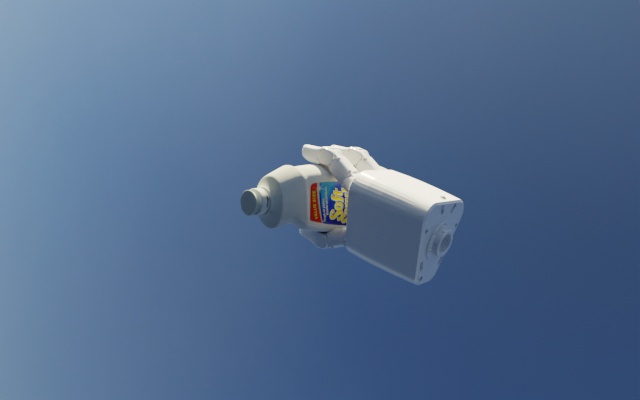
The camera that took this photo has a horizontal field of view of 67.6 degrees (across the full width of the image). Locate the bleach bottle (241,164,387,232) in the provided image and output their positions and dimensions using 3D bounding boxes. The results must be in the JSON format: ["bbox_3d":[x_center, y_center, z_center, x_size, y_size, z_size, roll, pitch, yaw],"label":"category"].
[{"bbox_3d":[0.000,0.002,0.632,0.068,0.102,0.251,26,21,37],"label":"bleach bottle"}]
